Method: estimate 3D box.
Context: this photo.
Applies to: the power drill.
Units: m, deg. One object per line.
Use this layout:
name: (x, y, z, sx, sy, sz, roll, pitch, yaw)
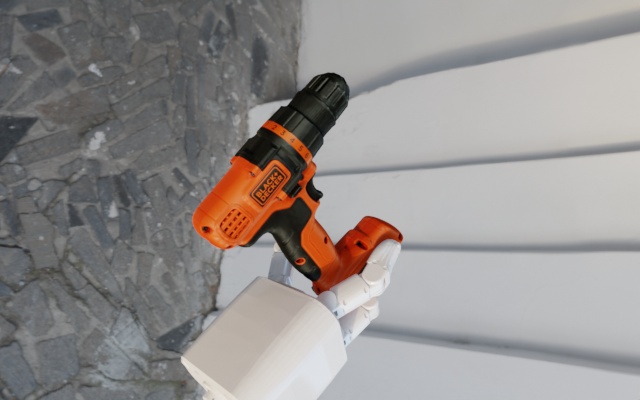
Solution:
power drill: (0.000, 0.002, 0.451, 0.188, 0.184, 0.057, 45, -10, -33)
